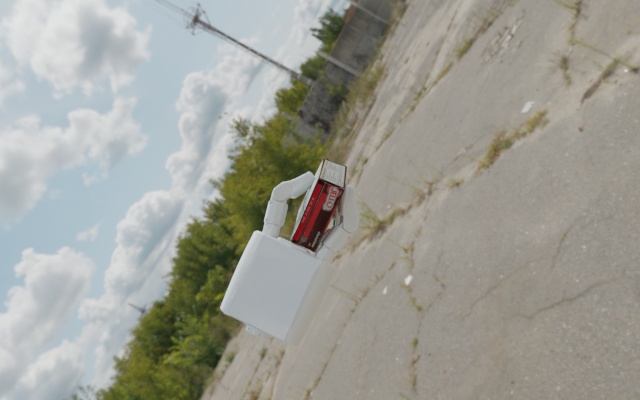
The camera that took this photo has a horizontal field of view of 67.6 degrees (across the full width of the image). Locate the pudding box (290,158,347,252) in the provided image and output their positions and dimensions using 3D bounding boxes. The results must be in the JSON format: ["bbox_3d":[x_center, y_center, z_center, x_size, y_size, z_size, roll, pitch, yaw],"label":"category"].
[{"bbox_3d":[0.000,0.002,0.610,0.039,0.090,0.113,24,18,-5],"label":"pudding box"}]
